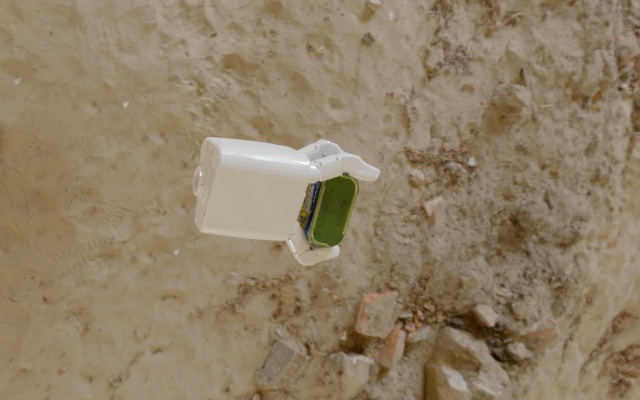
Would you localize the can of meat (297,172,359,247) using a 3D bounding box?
[{"bbox_3d":[0.000,0.002,0.624,0.057,0.102,0.084,10,11,-28],"label":"can of meat"}]
